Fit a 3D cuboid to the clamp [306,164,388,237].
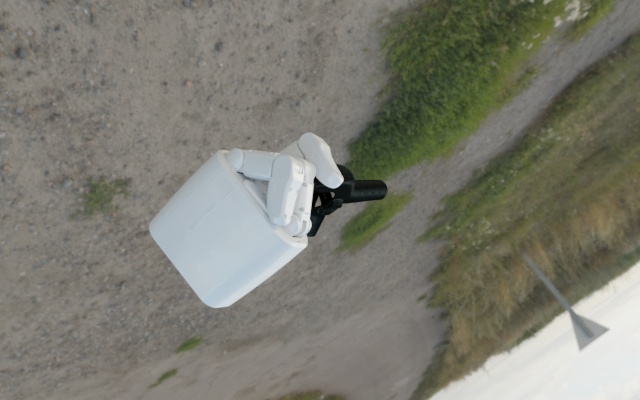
[{"bbox_3d":[0.000,0.002,0.537,0.120,0.039,0.171,-38,-24,17],"label":"clamp"}]
